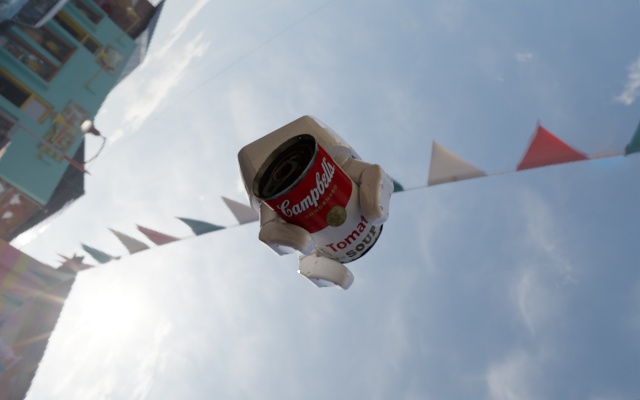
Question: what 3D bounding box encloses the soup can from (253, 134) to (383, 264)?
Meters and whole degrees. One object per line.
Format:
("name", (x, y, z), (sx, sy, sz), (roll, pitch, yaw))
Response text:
("soup can", (0.000, 0.002, 0.414), (0.068, 0.068, 0.102), (0, -36, 48))
